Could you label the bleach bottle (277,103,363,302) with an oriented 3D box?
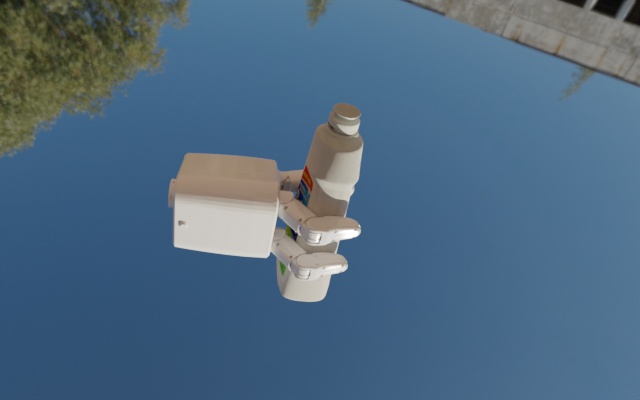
[{"bbox_3d":[0.000,0.002,0.549,0.068,0.251,0.102,6,39,-11],"label":"bleach bottle"}]
